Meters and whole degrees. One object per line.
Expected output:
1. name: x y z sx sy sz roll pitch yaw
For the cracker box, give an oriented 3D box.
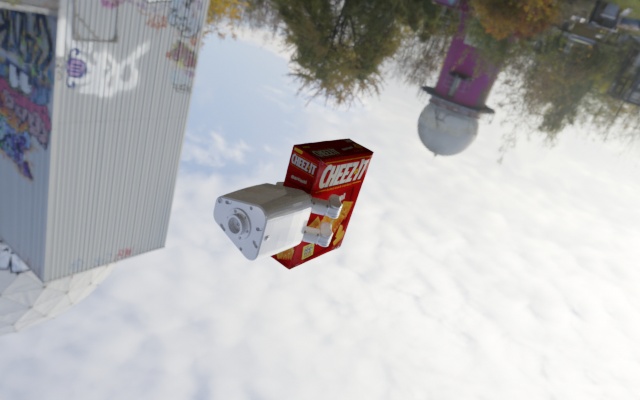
1. cracker box: 0.000 0.003 0.862 0.072 0.214 0.164 32 28 28
